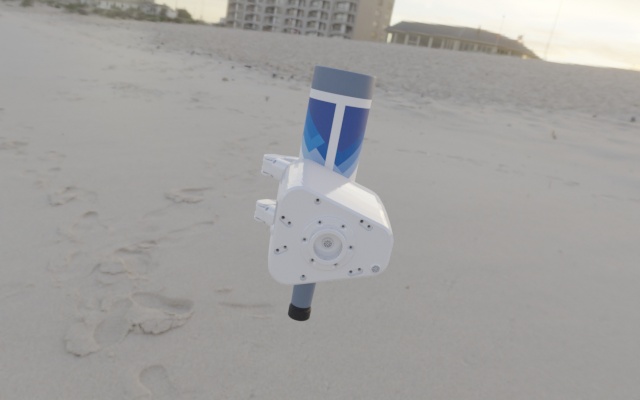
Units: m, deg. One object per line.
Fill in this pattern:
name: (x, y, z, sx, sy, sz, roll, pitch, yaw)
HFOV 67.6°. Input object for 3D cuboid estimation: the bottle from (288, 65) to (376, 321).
bottle: (0.000, 0.002, 0.546, 0.069, 0.296, 0.069, 10, 15, -3)
